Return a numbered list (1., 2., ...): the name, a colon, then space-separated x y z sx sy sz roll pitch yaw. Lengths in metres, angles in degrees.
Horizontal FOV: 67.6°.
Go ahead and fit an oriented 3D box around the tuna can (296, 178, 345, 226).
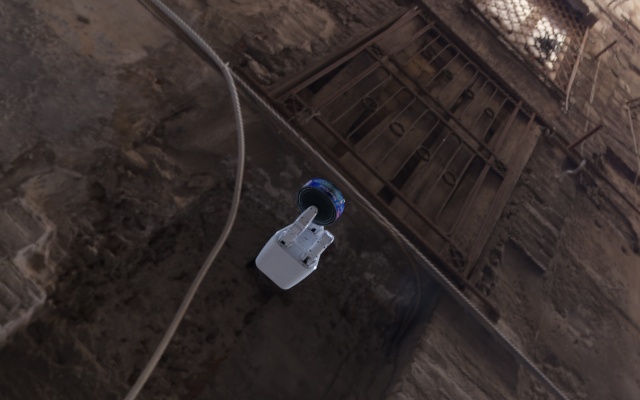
1. tuna can: 0.000 0.002 0.867 0.086 0.086 0.033 0 33 38
